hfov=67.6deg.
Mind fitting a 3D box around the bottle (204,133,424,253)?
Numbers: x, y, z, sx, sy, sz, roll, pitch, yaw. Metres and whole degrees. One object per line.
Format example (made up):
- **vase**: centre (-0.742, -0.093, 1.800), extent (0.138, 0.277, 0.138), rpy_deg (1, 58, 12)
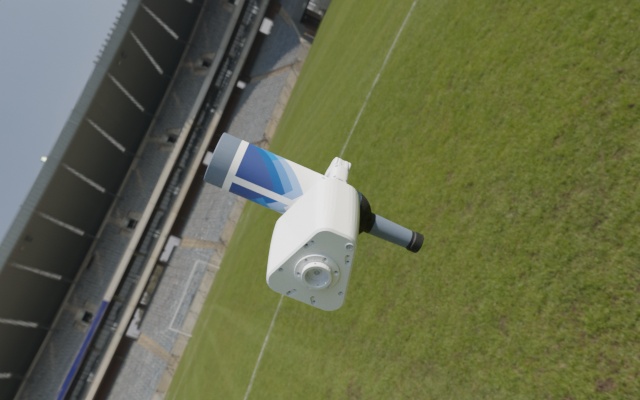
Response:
- **bottle**: centre (0.000, 0.002, 0.623), extent (0.296, 0.069, 0.069), rpy_deg (23, -4, -10)
